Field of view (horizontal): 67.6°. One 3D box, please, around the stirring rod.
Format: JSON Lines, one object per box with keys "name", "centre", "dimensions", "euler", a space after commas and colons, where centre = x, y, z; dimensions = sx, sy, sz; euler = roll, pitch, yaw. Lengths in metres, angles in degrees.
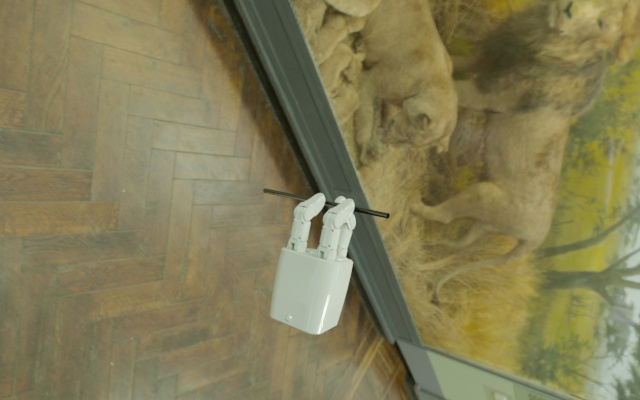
{"name": "stirring rod", "centre": [0.000, 0.002, 0.744], "dimensions": [0.239, 0.011, 0.011], "euler": [11, 7, 36]}
